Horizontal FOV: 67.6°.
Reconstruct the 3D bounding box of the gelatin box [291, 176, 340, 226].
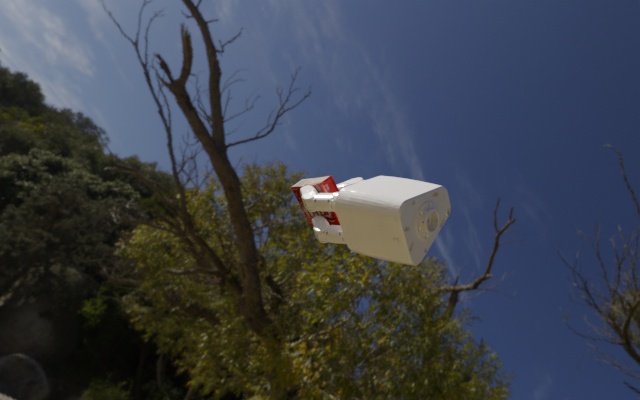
[{"bbox_3d":[0.000,0.002,0.740,0.030,0.073,0.089,-35,17,-29],"label":"gelatin box"}]
